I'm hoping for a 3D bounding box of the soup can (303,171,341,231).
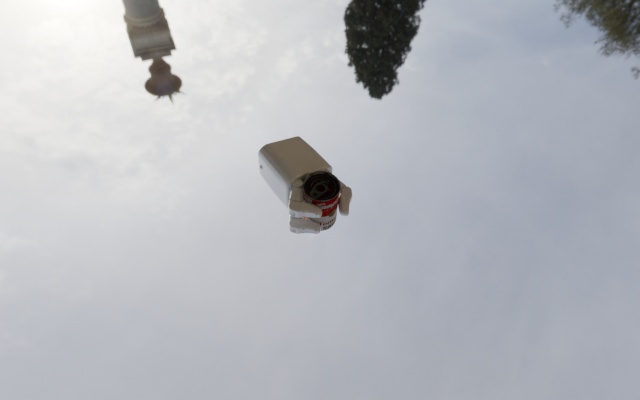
[{"bbox_3d":[0.001,0.003,0.896,0.068,0.068,0.102,0,-36,-3],"label":"soup can"}]
